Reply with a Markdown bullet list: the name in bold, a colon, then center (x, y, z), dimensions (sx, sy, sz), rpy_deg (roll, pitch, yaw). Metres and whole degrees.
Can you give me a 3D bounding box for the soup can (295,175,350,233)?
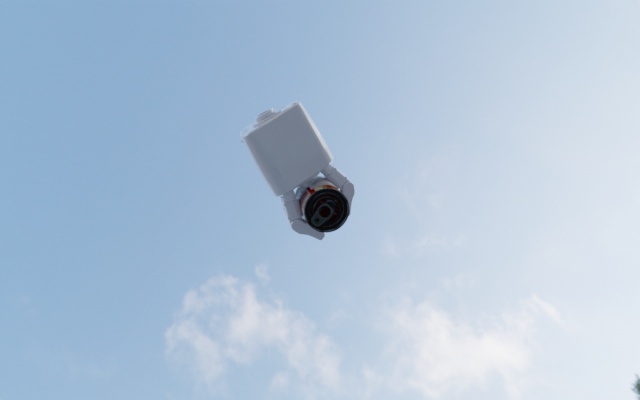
- **soup can**: center (0.000, 0.003, 0.744), dimensions (0.068, 0.068, 0.102), rpy_deg (0, 14, -11)
